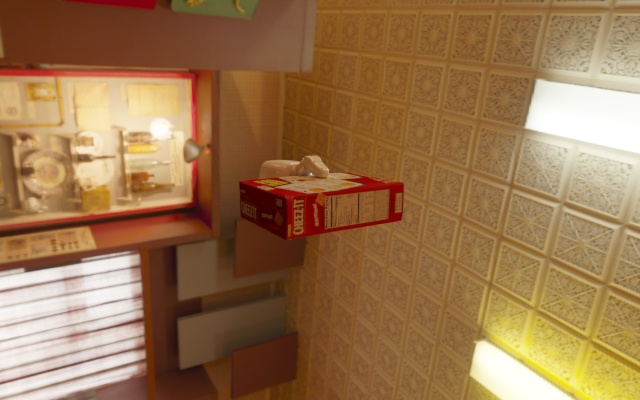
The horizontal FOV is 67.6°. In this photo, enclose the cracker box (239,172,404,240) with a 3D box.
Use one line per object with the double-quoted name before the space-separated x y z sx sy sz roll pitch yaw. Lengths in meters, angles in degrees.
"cracker box" 0.000 0.002 0.767 0.213 0.072 0.164 -7 13 -31
